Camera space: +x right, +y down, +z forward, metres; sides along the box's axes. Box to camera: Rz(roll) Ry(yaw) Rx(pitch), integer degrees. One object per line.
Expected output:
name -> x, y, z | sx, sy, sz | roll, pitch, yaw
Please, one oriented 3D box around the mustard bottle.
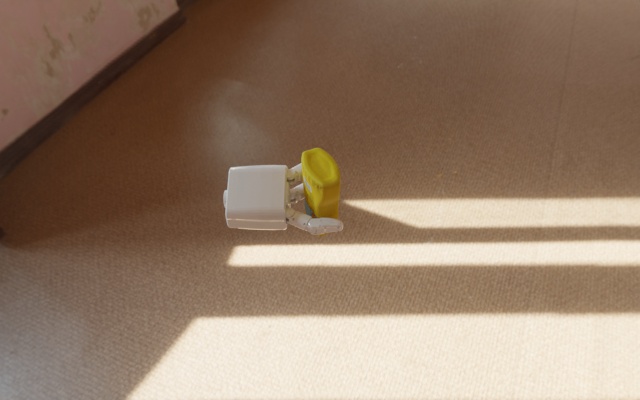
mustard bottle -> 0.000, 0.003, 0.875 | 0.058, 0.096, 0.192 | -19, -38, -16
